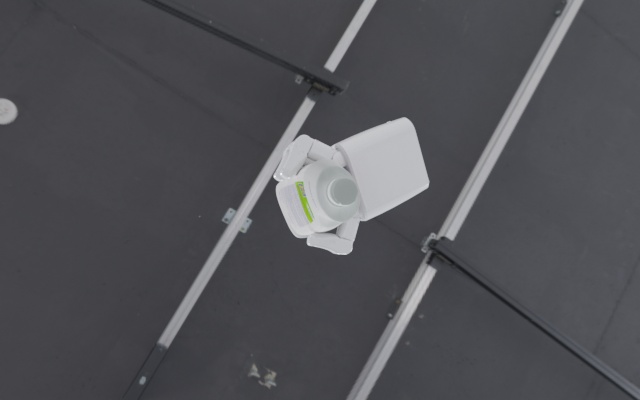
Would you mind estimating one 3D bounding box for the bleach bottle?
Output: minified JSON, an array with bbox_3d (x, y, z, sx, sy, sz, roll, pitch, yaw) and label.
[{"bbox_3d":[0.000,0.002,0.624,0.068,0.102,0.251,-25,4,-13],"label":"bleach bottle"}]
